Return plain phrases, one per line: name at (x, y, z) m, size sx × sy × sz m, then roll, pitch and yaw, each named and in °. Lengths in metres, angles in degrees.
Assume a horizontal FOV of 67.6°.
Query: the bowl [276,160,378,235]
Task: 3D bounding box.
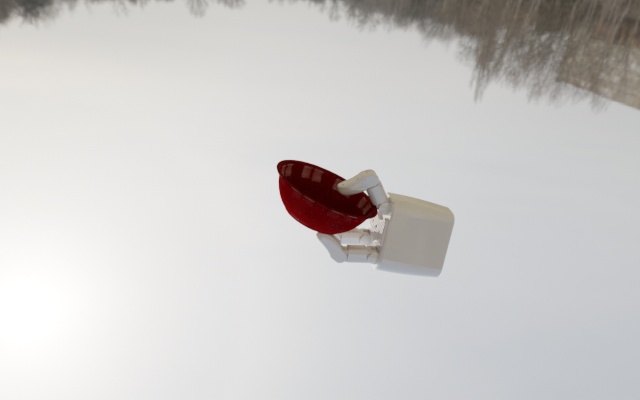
bowl at (-0.001, 0.002, 0.700) m, size 0.162 × 0.055 × 0.162 m, roll 24°, pitch 20°, yaw -9°
